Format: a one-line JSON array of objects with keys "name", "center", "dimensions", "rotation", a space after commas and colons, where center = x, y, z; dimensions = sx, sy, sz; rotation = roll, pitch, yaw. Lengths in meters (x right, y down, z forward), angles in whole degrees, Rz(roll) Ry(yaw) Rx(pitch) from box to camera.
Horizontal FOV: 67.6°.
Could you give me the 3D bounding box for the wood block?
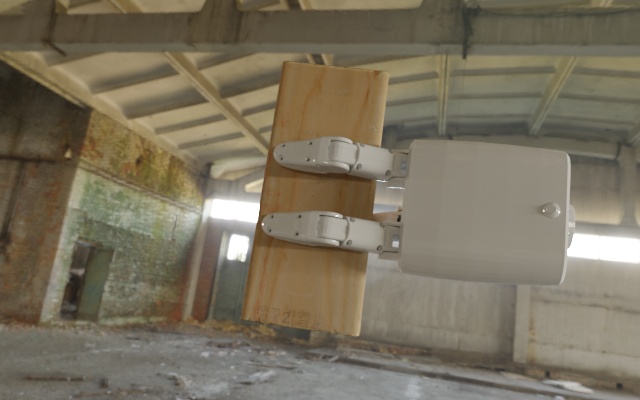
[{"name": "wood block", "center": [0.000, 0.001, 0.405], "dimensions": [0.090, 0.206, 0.091], "rotation": [7, -12, 5]}]
